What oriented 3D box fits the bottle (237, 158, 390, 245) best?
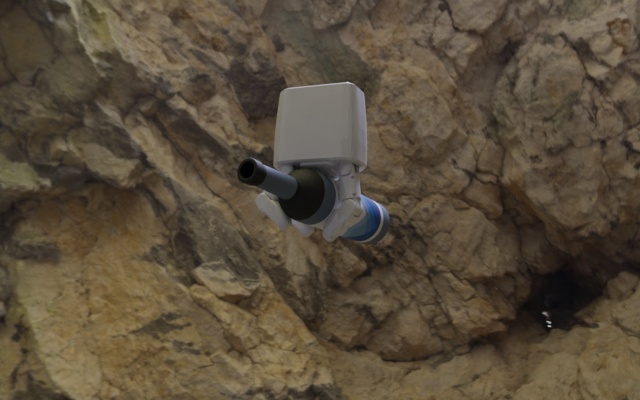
[{"bbox_3d":[0.000,0.002,0.615,0.069,0.069,0.296,0,-13,32],"label":"bottle"}]
